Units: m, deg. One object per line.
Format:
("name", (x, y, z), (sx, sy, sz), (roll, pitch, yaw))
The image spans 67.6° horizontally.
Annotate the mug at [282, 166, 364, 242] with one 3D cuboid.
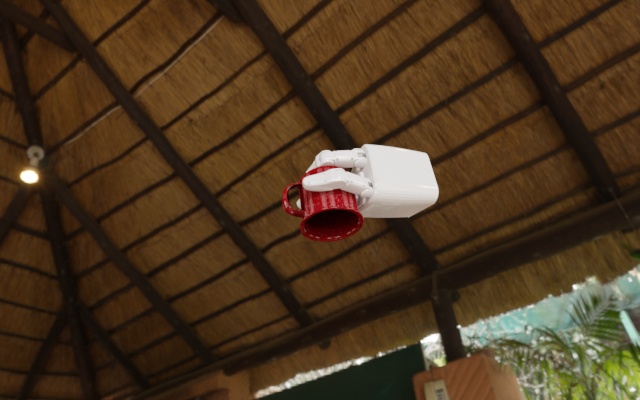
("mug", (-0.001, 0.002, 0.699), (0.117, 0.081, 0.093), (5, -36, -19))
